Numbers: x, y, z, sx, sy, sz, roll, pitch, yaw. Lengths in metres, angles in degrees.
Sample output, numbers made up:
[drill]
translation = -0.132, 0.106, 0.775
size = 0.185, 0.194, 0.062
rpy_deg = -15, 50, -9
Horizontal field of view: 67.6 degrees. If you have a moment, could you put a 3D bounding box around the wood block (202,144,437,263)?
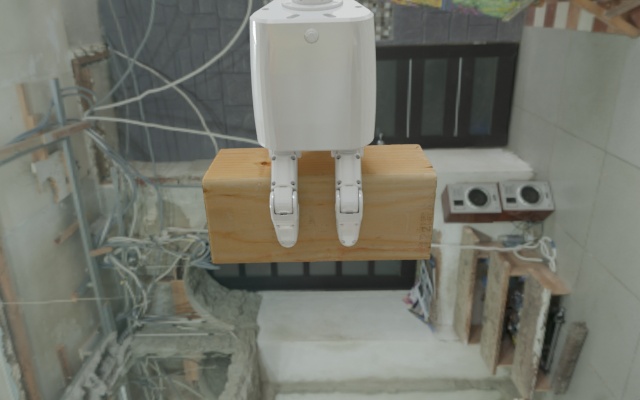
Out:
[wood block]
translation = 0.000, 0.001, 0.473
size = 0.206, 0.090, 0.090
rpy_deg = -1, 25, 1
